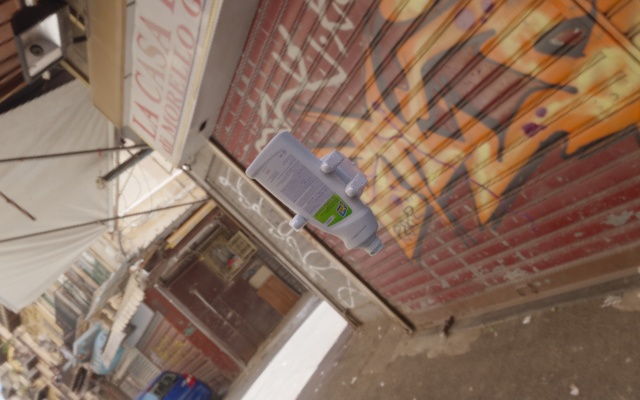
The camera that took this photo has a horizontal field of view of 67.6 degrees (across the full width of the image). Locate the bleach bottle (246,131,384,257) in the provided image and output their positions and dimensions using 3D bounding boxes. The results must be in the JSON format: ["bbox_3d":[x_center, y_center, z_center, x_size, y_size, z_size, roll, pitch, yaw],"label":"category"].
[{"bbox_3d":[0.000,0.003,0.797,0.102,0.251,0.068,-47,0,21],"label":"bleach bottle"}]
